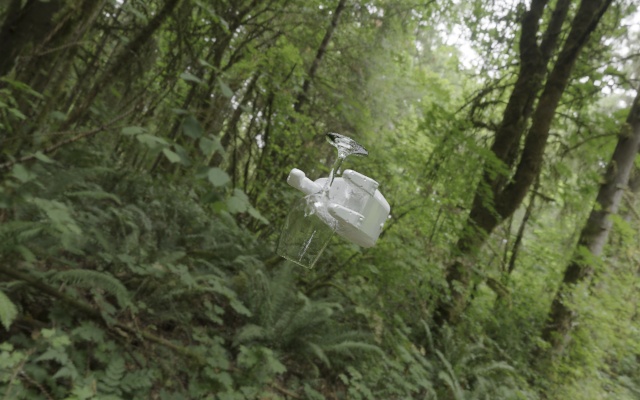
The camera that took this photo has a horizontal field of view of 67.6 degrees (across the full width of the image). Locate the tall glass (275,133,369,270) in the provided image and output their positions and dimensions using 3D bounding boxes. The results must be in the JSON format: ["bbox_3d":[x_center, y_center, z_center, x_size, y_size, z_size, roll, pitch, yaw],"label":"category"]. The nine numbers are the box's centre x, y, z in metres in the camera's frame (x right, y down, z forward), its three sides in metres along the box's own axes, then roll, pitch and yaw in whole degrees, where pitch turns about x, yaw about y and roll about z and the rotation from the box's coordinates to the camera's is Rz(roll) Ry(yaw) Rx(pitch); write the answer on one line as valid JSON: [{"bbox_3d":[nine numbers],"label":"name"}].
[{"bbox_3d":[0.000,0.002,0.732,0.079,0.201,0.079,25,-8,4],"label":"tall glass"}]
